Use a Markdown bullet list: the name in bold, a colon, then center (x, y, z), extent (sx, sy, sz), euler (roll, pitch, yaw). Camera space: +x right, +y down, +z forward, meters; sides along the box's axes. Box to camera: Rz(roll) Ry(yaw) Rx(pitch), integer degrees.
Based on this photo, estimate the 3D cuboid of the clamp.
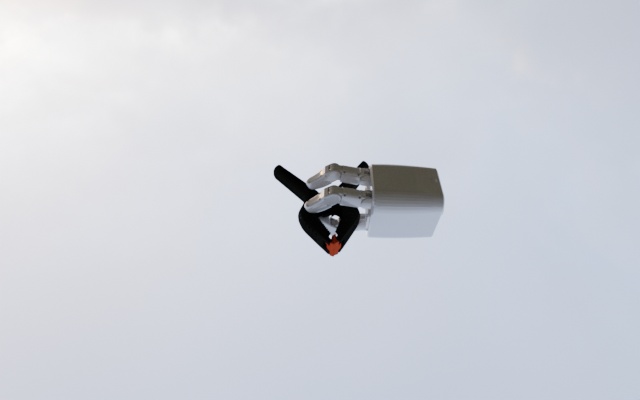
- **clamp**: center (0.000, 0.003, 0.757), extent (0.164, 0.036, 0.209), euler (1, 40, 1)
